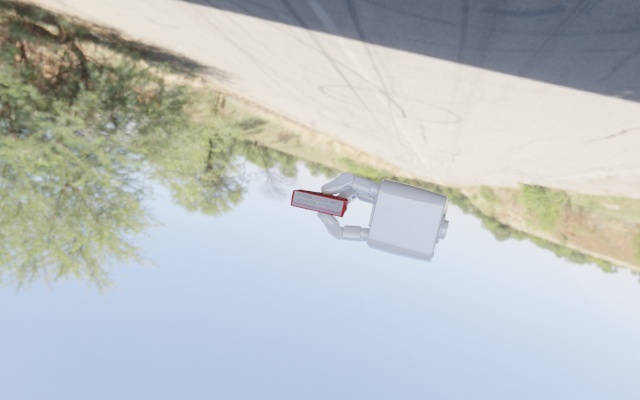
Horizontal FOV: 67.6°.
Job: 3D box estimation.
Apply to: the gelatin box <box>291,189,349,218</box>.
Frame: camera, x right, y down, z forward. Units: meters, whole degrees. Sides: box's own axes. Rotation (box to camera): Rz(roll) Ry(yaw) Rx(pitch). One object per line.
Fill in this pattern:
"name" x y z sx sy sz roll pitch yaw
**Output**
"gelatin box" 0.000 0.003 0.792 0.089 0.030 0.073 12 4 5
